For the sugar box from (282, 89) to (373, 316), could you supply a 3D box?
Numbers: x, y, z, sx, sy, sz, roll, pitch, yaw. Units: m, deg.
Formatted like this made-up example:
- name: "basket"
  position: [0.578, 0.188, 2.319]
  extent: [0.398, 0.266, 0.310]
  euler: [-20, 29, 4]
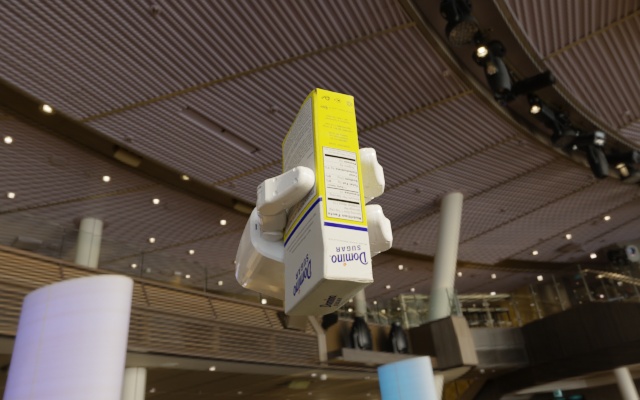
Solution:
- name: "sugar box"
  position: [0.001, 0.001, 0.411]
  extent: [0.048, 0.176, 0.093]
  euler: [6, -30, -21]
